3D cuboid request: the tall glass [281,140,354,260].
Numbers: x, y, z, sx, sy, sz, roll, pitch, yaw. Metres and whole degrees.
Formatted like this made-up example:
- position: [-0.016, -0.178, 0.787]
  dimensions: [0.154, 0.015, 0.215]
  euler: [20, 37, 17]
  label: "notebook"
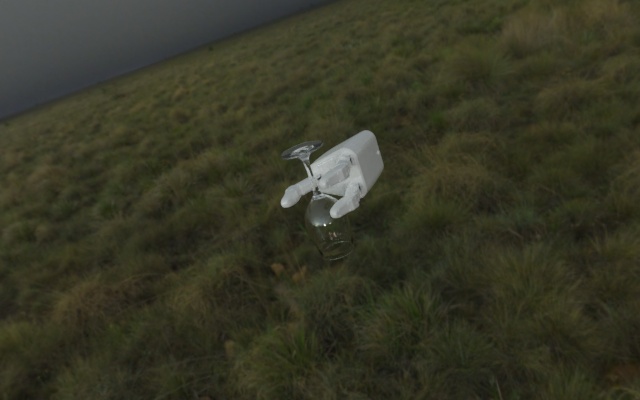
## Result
- position: [0.000, 0.002, 0.823]
  dimensions: [0.079, 0.201, 0.079]
  euler: [-17, 21, 7]
  label: "tall glass"
